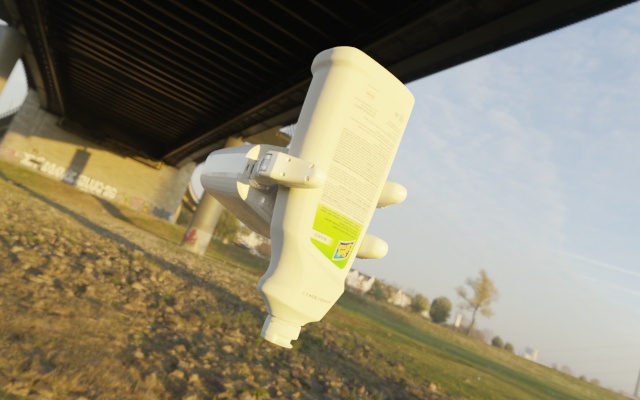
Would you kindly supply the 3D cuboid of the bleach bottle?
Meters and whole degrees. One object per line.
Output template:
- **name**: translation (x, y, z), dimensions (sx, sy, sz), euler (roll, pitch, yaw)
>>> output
- **bleach bottle**: translation (0.000, 0.001, 0.422), dimensions (0.102, 0.251, 0.068), euler (27, -12, -34)
